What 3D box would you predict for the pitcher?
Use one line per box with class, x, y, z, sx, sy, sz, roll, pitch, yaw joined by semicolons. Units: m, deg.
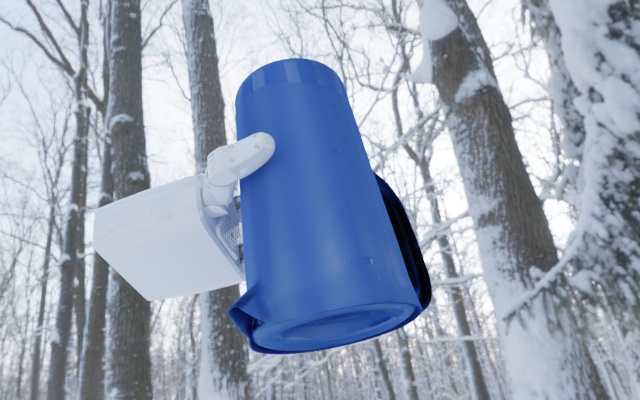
pitcher;0.000;0.001;0.419;0.145;0.242;0.149;-16;-27;9
